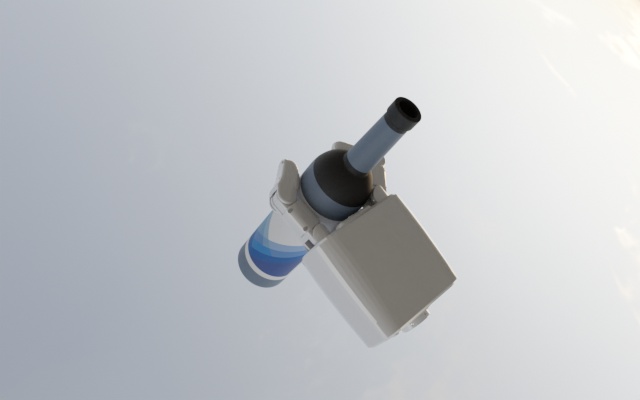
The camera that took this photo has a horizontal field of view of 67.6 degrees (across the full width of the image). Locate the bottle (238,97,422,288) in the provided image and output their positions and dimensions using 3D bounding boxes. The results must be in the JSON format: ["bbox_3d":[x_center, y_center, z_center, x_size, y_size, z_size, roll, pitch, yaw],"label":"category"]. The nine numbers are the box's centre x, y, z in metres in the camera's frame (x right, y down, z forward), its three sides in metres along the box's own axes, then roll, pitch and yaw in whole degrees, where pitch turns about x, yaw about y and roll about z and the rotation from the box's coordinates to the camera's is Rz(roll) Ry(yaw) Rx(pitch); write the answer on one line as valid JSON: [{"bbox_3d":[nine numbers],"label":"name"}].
[{"bbox_3d":[0.000,0.002,0.494,0.069,0.069,0.296,0,-31,-35],"label":"bottle"}]
